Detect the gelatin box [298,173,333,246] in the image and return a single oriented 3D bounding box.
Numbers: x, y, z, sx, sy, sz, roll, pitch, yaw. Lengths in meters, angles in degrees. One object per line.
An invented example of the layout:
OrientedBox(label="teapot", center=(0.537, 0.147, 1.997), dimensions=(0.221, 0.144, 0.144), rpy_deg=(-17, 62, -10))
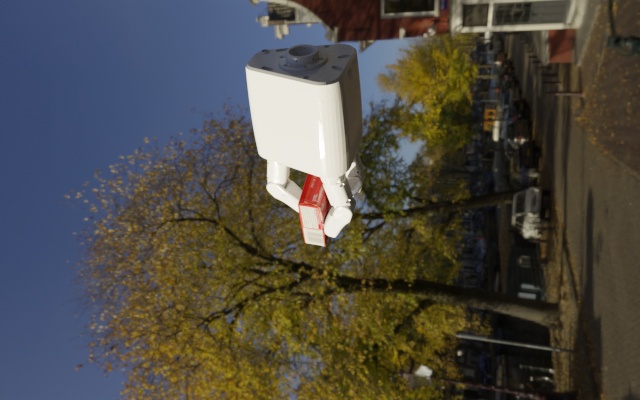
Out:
OrientedBox(label="gelatin box", center=(0.000, 0.002, 0.583), dimensions=(0.030, 0.073, 0.089), rpy_deg=(10, -35, 12))
